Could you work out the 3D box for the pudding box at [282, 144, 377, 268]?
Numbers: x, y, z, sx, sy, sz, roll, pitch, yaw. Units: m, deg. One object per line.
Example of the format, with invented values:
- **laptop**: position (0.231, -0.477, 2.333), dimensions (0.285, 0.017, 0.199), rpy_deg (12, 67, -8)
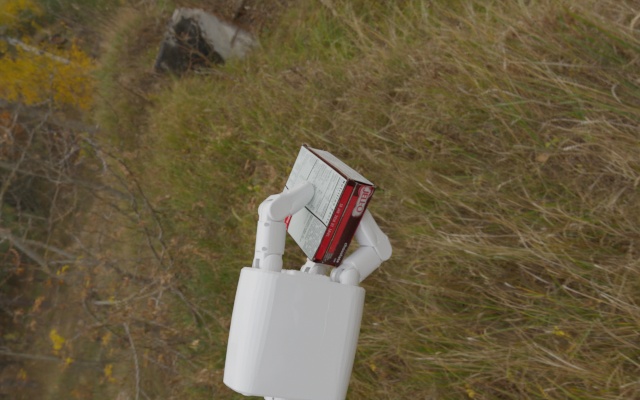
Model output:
- **pudding box**: position (0.000, 0.002, 0.489), dimensions (0.039, 0.090, 0.113), rpy_deg (15, 16, -33)
